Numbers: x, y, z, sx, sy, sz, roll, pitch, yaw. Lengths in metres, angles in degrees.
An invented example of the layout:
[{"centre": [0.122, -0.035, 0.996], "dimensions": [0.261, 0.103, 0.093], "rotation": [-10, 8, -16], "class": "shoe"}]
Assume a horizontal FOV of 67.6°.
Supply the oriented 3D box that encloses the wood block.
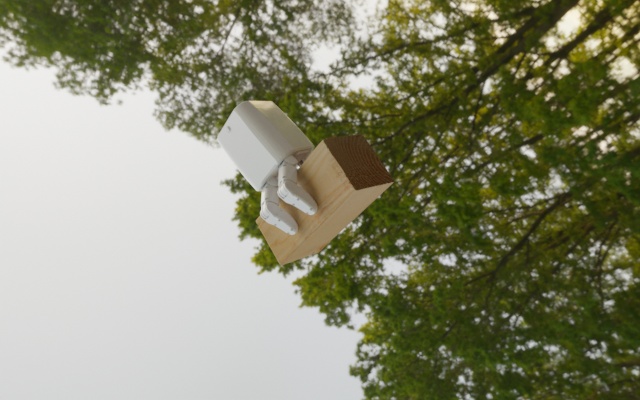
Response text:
[{"centre": [0.000, 0.002, 0.725], "dimensions": [0.091, 0.090, 0.206], "rotation": [-15, -24, -45], "class": "wood block"}]
